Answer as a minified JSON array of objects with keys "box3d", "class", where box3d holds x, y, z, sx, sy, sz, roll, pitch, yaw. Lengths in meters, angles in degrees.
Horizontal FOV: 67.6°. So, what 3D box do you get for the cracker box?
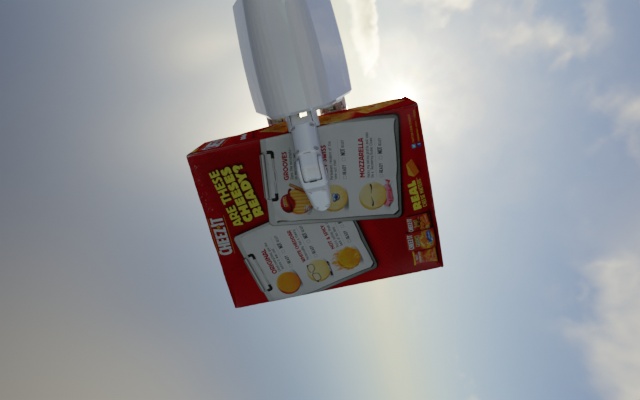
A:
[{"box3d":[0.000,0.002,0.475,0.214,0.164,0.072,-12,17,5],"class":"cracker box"}]
